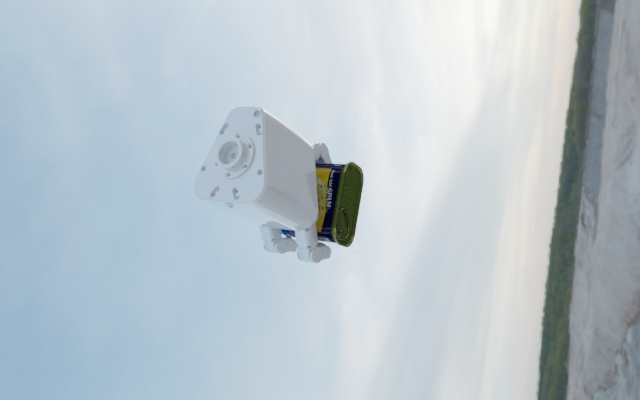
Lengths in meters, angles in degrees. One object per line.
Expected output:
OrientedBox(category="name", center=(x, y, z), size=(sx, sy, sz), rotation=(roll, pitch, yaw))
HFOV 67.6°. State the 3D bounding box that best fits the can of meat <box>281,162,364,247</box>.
OrientedBox(category="can of meat", center=(0.000, 0.002, 0.598), size=(0.084, 0.102, 0.057), rotation=(5, -10, 28))
